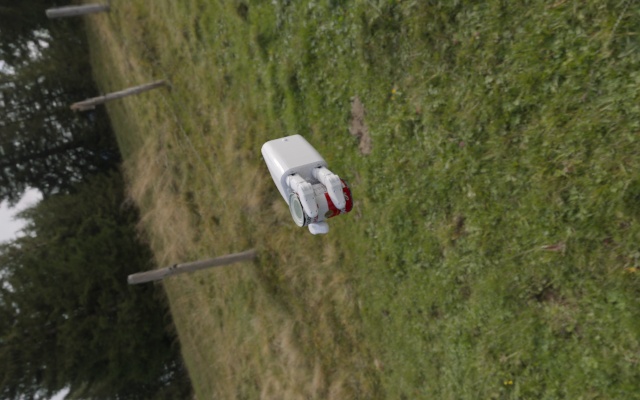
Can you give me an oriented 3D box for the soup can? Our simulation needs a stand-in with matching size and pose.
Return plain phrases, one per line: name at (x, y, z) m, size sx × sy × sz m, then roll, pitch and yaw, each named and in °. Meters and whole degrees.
soup can at (0.000, 0.003, 0.883) m, size 0.102 × 0.068 × 0.068 m, roll -17°, pitch 6°, yaw -22°
